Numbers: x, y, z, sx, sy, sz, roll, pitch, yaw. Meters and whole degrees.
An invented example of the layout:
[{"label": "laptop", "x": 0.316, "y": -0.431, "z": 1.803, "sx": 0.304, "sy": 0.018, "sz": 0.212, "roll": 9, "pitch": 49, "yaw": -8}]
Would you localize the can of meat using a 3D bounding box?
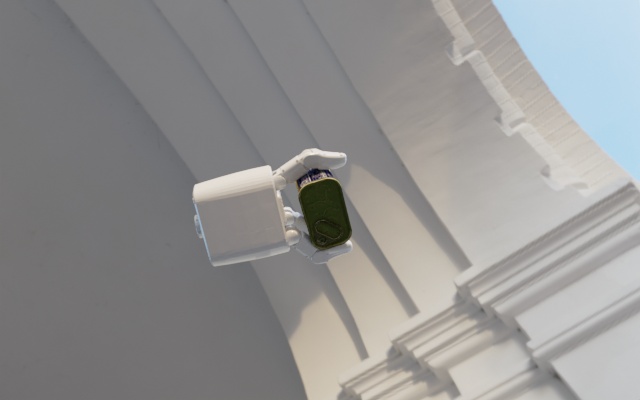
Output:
[{"label": "can of meat", "x": 0.000, "y": 0.002, "z": 0.659, "sx": 0.057, "sy": 0.102, "sz": 0.084, "roll": -17, "pitch": 27, "yaw": -3}]
